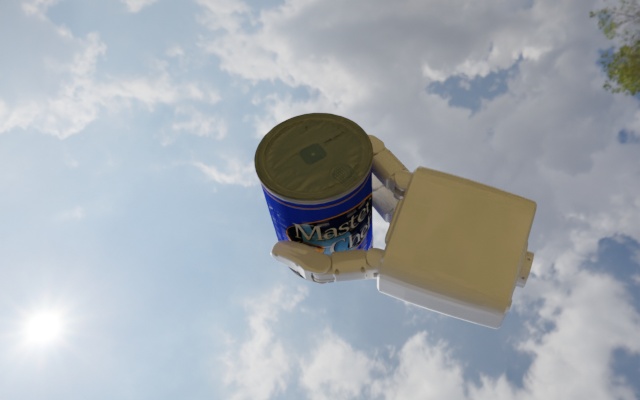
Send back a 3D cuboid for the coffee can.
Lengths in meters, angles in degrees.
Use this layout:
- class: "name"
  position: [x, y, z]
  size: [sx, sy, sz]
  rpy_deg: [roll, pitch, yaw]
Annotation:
- class: "coffee can"
  position: [0.000, 0.001, 0.463]
  size: [0.103, 0.102, 0.140]
  rpy_deg: [0, -37, 7]
